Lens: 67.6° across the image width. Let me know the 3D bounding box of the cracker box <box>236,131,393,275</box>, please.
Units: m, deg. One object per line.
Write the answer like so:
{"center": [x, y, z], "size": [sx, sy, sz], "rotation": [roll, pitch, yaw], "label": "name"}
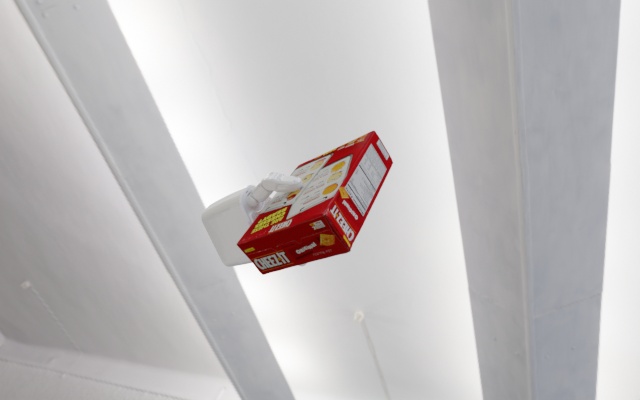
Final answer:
{"center": [0.000, 0.002, 0.697], "size": [0.164, 0.072, 0.213], "rotation": [-21, 25, 37], "label": "cracker box"}
